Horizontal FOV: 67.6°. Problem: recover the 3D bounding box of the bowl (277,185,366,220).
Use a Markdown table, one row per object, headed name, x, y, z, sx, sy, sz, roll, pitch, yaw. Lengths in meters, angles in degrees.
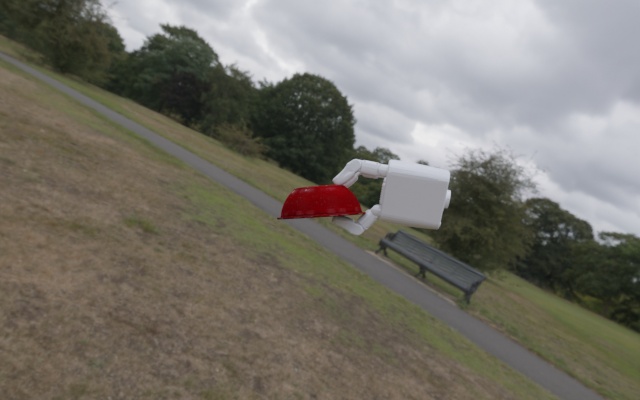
| name | x | y | z | sx | sy | sz | roll | pitch | yaw |
| --- | --- | --- | --- | --- | --- | --- | --- | --- | --- |
| bowl | -0.001 | 0.002 | 0.863 | 0.162 | 0.055 | 0.162 | -4 | -1 | 0 |
